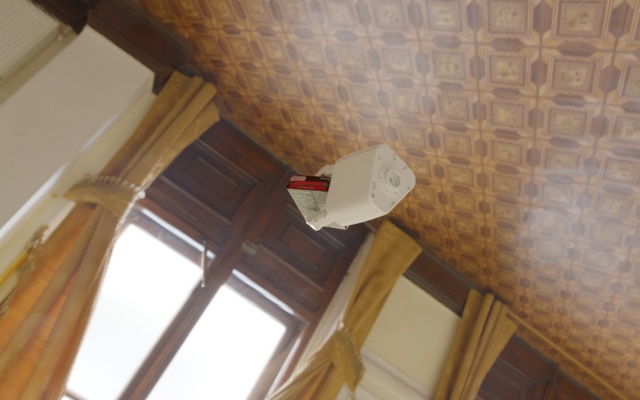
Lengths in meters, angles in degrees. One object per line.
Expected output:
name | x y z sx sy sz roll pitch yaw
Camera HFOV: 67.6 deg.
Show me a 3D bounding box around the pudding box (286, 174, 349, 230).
pudding box | 0.000 0.003 0.866 0.090 0.039 0.114 7 -38 31
